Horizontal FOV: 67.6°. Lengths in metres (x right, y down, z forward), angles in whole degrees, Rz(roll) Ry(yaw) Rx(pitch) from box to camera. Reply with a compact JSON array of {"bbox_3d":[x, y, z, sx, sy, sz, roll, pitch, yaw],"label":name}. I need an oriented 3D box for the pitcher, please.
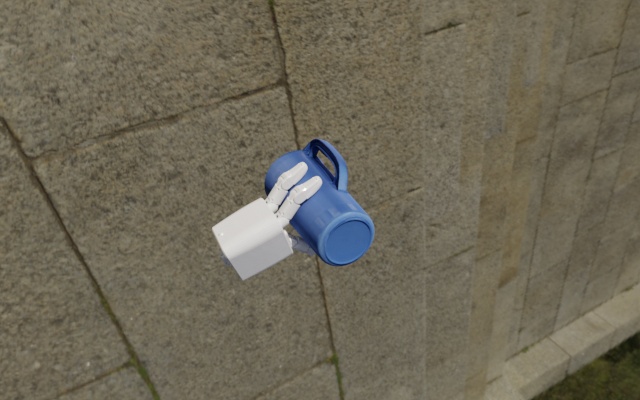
[{"bbox_3d":[0.000,0.003,0.877,0.145,0.149,0.242,-29,38,-11],"label":"pitcher"}]
